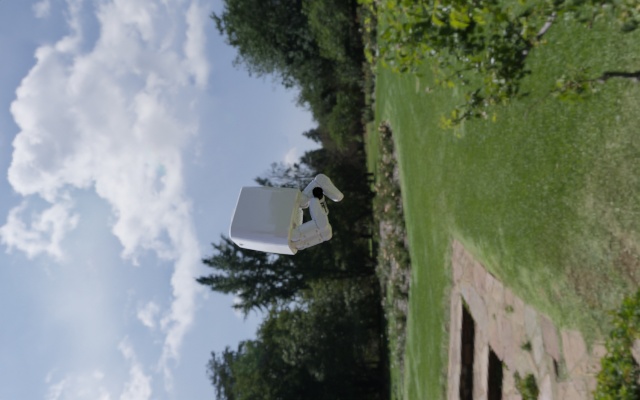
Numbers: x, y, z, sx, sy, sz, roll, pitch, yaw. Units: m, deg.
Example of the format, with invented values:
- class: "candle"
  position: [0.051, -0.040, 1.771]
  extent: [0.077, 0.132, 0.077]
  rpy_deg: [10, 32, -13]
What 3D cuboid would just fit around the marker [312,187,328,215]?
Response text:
- class: "marker"
  position: [0.000, 0.003, 0.864]
  extent: [0.020, 0.020, 0.121]
  rpy_deg: [0, -19, 6]
